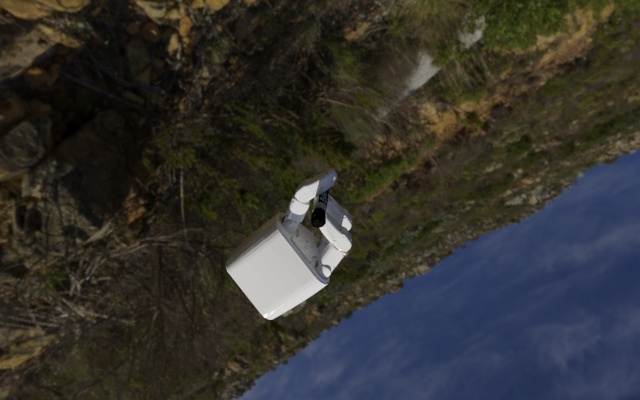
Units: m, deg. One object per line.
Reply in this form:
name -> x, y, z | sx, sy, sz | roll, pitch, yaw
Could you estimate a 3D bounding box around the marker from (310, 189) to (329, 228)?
marker -> 0.000, 0.002, 0.617 | 0.020, 0.020, 0.121 | 0, 25, 4
